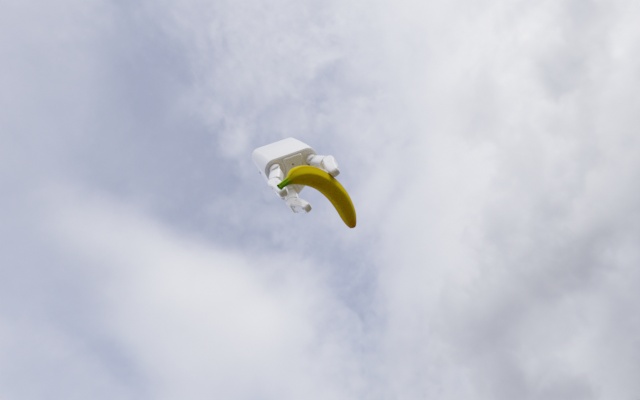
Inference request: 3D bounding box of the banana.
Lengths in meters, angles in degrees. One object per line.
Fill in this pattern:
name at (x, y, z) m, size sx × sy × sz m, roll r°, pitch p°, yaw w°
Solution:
banana at (0.007, -0.015, 0.883) m, size 0.198 × 0.069 × 0.037 m, roll 29°, pitch 2°, yaw -34°
